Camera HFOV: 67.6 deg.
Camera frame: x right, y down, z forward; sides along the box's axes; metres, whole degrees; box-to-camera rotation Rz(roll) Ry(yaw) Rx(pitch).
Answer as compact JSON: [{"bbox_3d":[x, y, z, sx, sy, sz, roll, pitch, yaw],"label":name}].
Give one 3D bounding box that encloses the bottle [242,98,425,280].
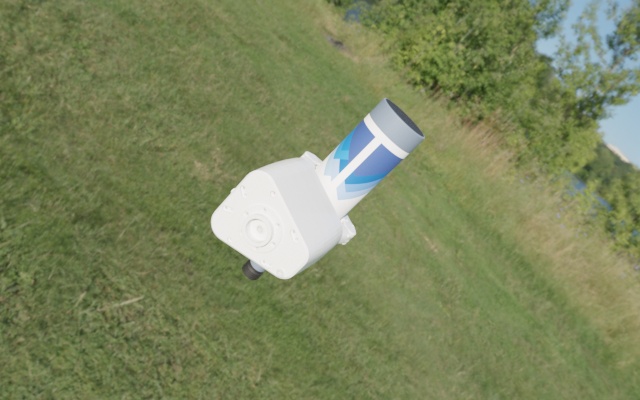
[{"bbox_3d":[0.000,0.002,0.602,0.296,0.069,0.069,-45,-20,21],"label":"bottle"}]
